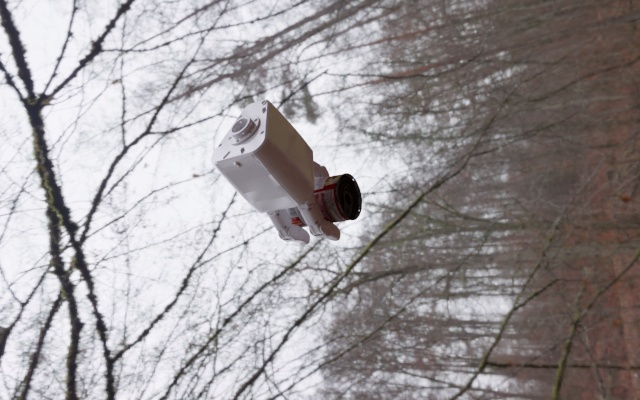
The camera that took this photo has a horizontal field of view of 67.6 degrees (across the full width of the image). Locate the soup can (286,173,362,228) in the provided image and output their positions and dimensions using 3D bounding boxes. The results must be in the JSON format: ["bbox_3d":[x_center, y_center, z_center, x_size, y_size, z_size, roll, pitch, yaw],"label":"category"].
[{"bbox_3d":[0.000,0.003,0.697,0.102,0.068,0.068,-11,-6,32],"label":"soup can"}]
